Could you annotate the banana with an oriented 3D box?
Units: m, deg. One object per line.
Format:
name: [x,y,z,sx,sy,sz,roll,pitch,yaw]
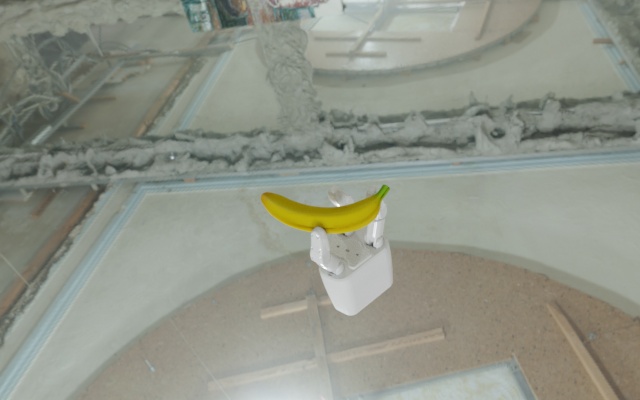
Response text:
banana: [0.000,0.016,0.687,0.198,0.069,0.037,-2,-41,17]
